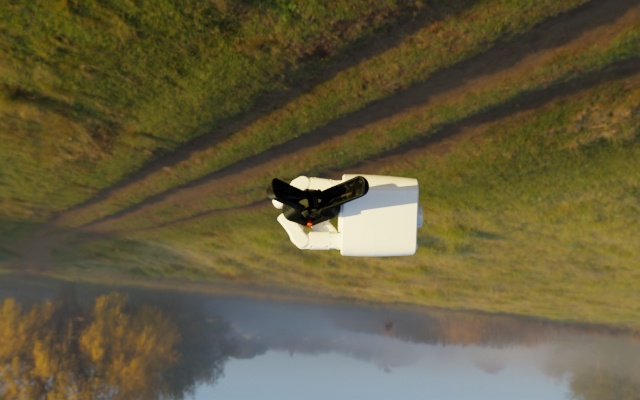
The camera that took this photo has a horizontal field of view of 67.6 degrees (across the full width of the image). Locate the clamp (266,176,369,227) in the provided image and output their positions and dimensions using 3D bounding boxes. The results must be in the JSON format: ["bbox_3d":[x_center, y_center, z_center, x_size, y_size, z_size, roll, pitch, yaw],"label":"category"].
[{"bbox_3d":[0.000,0.003,0.621,0.120,0.039,0.171,1,-13,3],"label":"clamp"}]
